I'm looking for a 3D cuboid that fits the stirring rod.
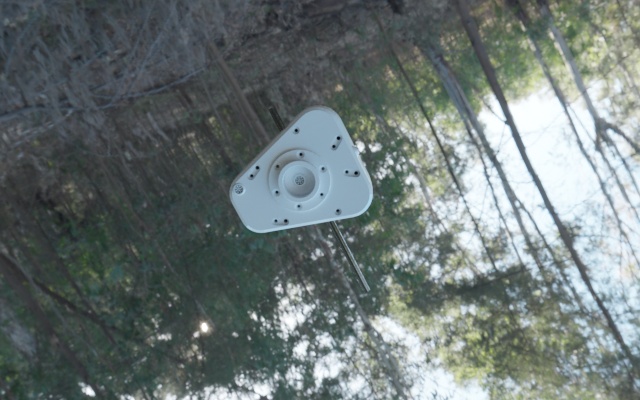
[{"bbox_3d":[0.000,0.002,0.553,0.011,0.239,0.011,-27,7,4],"label":"stirring rod"}]
